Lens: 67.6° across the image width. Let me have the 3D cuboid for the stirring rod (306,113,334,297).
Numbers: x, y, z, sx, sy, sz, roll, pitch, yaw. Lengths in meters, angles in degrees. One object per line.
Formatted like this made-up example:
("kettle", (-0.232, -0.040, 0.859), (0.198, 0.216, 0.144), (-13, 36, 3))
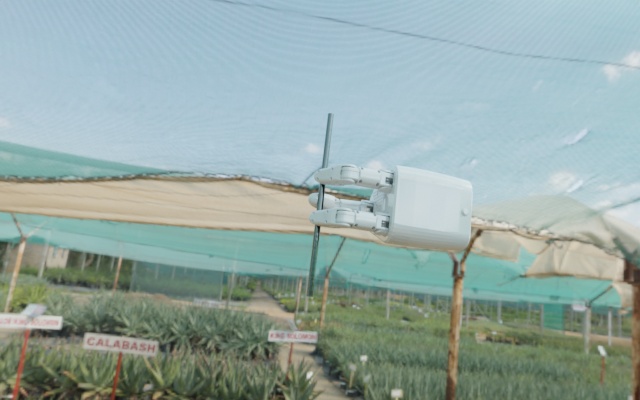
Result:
("stirring rod", (0.000, 0.002, 0.614), (0.011, 0.239, 0.011), (6, -11, 1))
